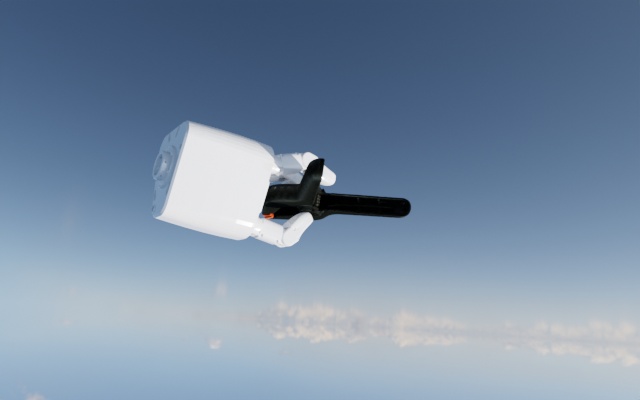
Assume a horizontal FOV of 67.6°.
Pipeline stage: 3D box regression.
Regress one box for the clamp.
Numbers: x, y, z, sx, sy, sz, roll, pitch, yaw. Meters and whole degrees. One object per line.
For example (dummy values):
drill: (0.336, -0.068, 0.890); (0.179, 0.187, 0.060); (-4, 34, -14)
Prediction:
clamp: (-0.001, 0.003, 0.623); (0.164, 0.036, 0.210); (20, -21, -32)
